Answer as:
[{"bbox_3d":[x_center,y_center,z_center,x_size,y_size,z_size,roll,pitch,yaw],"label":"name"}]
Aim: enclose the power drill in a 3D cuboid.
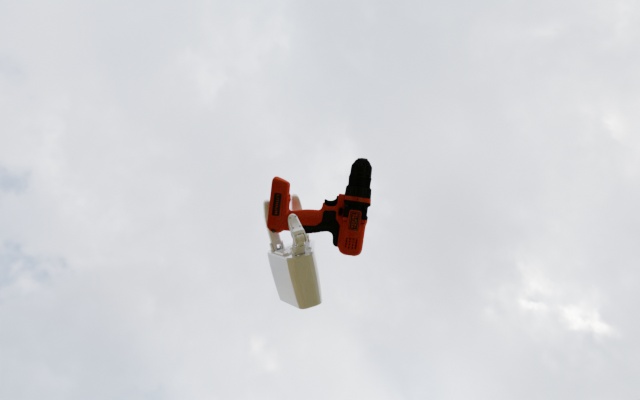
[{"bbox_3d":[0.000,0.003,0.895,0.187,0.184,0.057,8,-2,5],"label":"power drill"}]
